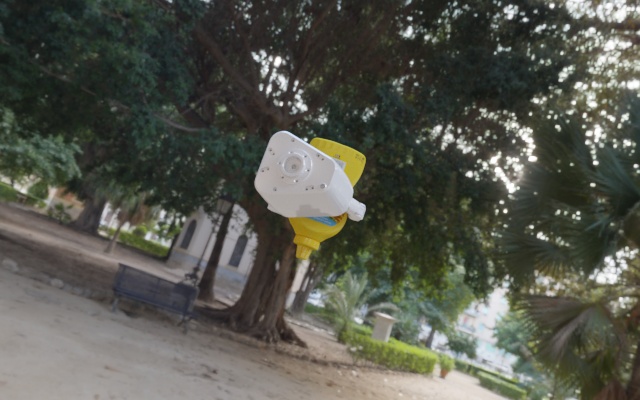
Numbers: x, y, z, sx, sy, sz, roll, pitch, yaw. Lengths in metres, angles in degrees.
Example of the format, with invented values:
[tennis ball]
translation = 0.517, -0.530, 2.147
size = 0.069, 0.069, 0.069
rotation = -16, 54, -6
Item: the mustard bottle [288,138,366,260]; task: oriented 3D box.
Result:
[mustard bottle]
translation = 0.000, 0.002, 0.768
size = 0.096, 0.191, 0.058
rotation = 20, -11, -6
